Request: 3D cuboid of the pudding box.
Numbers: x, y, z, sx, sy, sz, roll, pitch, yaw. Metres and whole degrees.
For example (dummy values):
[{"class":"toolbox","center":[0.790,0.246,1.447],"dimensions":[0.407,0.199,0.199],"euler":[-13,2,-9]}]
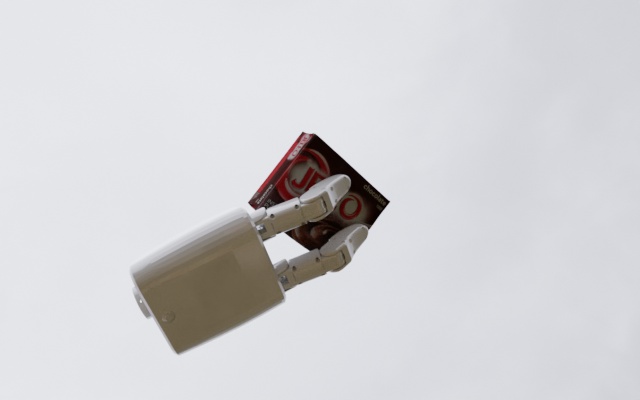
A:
[{"class":"pudding box","center":[0.000,0.002,0.467],"dimensions":[0.113,0.090,0.039],"euler":[39,-4,-29]}]
